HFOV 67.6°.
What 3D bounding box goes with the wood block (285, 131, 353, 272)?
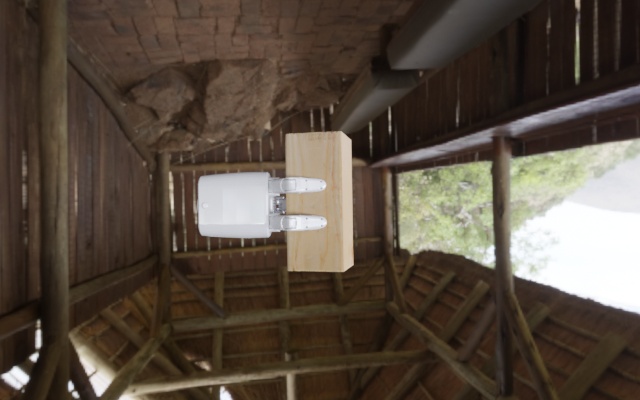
[{"bbox_3d":[0.000,0.003,0.748,0.090,0.206,0.091,-1,-1,12],"label":"wood block"}]
